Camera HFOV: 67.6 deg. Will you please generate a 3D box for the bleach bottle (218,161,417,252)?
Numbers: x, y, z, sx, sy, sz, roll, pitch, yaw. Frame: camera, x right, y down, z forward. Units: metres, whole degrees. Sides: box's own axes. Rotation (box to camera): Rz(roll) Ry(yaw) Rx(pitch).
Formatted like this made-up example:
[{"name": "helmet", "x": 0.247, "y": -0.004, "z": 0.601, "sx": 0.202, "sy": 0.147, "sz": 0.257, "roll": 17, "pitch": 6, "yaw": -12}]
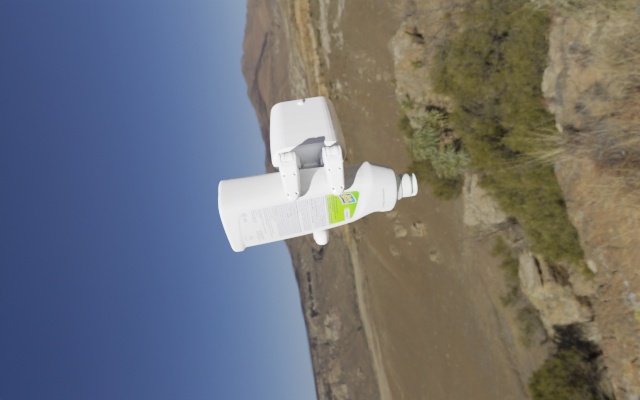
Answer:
[{"name": "bleach bottle", "x": 0.000, "y": 0.002, "z": 0.629, "sx": 0.251, "sy": 0.068, "sz": 0.103, "roll": -8, "pitch": -40, "yaw": -1}]
